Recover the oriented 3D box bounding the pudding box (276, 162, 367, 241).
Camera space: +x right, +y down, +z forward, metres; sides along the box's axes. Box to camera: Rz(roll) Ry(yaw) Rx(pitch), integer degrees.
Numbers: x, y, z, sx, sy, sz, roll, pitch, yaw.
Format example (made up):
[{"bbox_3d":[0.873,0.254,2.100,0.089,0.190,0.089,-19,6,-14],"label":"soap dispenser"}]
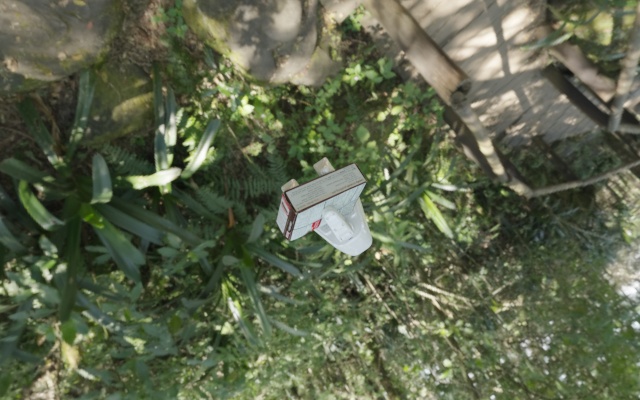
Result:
[{"bbox_3d":[0.000,0.002,0.645,0.113,0.039,0.090,-26,-21,-23],"label":"pudding box"}]
